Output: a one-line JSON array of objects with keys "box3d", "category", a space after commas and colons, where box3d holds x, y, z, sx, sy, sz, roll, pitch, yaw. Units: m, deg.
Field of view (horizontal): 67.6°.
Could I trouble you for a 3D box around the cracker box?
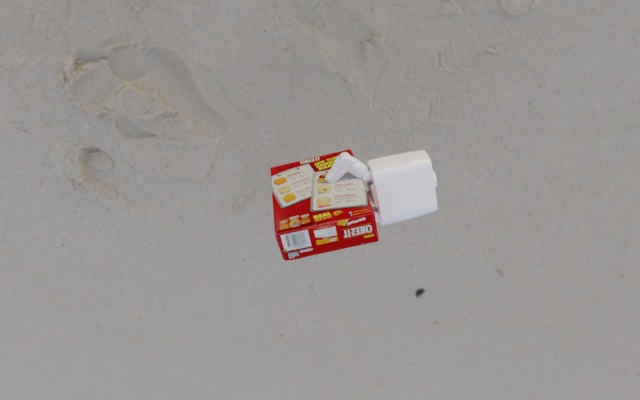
[{"box3d": [0.000, 0.003, 0.854, 0.164, 0.072, 0.213, -13, 35, 0], "category": "cracker box"}]
